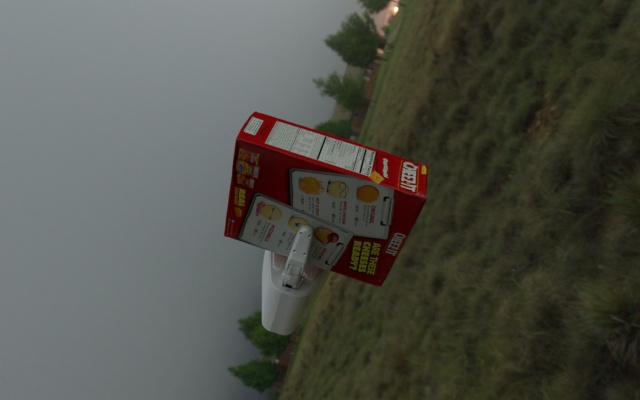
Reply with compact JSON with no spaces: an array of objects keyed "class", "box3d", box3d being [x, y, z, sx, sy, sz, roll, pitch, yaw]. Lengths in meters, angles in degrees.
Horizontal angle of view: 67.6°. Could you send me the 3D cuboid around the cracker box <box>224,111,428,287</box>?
[{"class":"cracker box","box3d":[0.000,0.002,0.577,0.214,0.164,0.072,17,43,0]}]
